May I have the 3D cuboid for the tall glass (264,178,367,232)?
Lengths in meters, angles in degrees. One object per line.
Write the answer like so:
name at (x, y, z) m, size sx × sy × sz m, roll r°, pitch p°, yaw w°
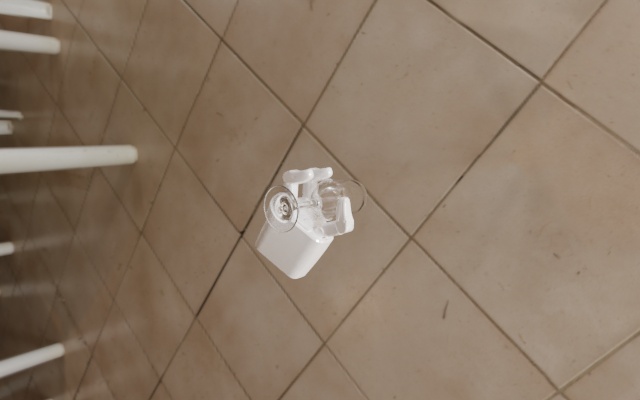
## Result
tall glass at (0.000, 0.003, 0.824) m, size 0.079 × 0.079 × 0.201 m, roll 0°, pitch 7°, yaw 40°
